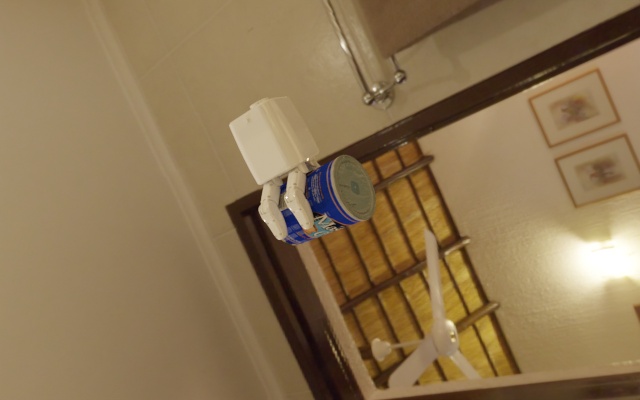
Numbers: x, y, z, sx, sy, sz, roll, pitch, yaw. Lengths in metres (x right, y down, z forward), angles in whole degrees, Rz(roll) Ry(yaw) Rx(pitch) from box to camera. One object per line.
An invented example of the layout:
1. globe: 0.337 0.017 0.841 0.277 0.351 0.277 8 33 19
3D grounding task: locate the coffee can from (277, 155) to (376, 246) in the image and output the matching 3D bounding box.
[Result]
1. coffee can: 0.000 0.003 0.744 0.140 0.102 0.103 -23 -14 35
